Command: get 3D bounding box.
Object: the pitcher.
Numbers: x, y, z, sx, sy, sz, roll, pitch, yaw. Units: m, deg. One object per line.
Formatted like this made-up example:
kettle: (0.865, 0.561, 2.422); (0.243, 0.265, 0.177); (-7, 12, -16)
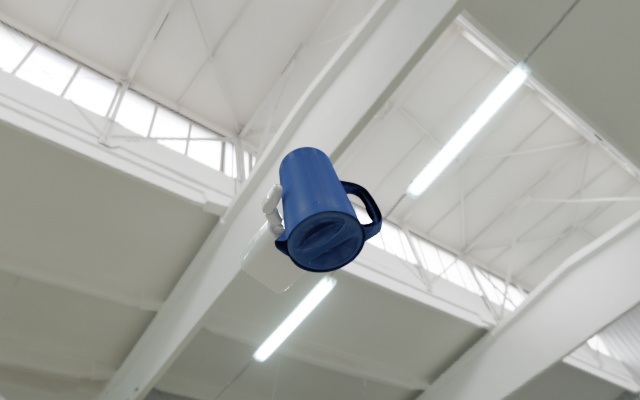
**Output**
pitcher: (0.000, 0.003, 0.872); (0.149, 0.145, 0.242); (30, 25, -29)
